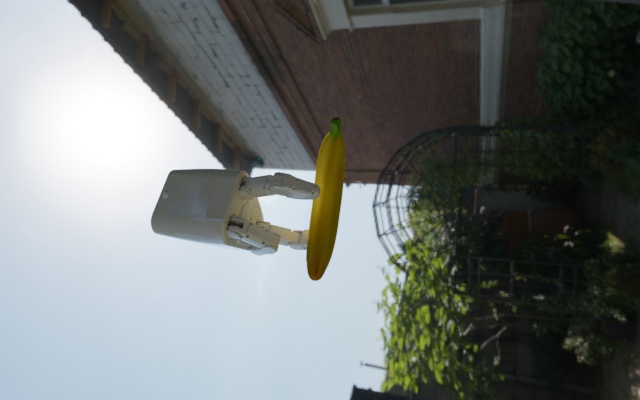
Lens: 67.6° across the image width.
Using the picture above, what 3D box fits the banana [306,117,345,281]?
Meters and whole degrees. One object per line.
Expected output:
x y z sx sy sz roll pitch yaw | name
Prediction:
0.005 0.000 0.601 0.037 0.198 0.069 5 -2 15 | banana
